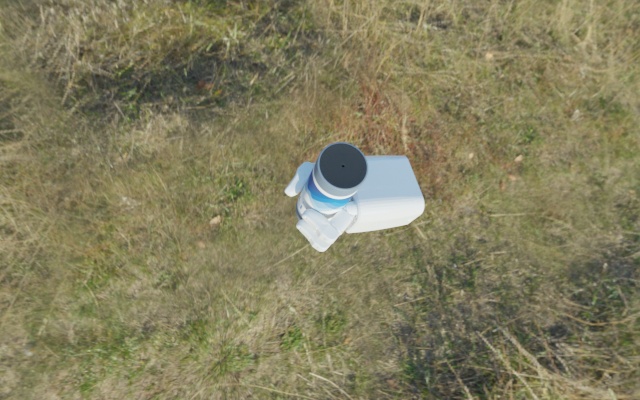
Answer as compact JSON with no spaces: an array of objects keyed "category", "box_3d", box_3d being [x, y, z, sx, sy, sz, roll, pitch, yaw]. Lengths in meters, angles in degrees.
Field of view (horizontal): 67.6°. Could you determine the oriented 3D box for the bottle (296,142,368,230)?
[{"category":"bottle","box_3d":[0.000,0.002,0.737,0.069,0.069,0.296,0,-18,-12]}]
